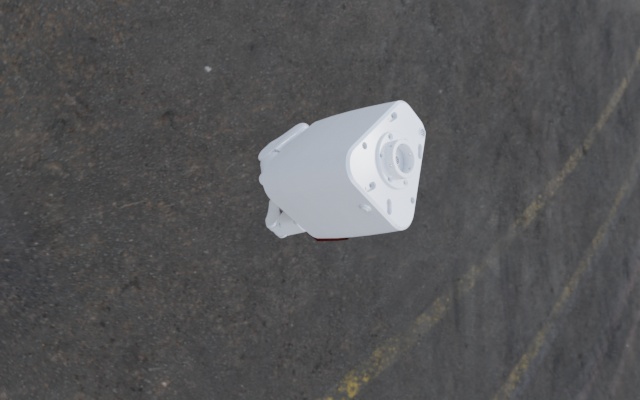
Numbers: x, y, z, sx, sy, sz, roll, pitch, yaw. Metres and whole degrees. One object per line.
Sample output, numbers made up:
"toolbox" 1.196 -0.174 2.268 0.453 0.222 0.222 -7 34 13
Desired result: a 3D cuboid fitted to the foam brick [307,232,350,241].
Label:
"foam brick" 0.000 0.002 0.515 0.051 0.053 0.078 -8 -43 46
